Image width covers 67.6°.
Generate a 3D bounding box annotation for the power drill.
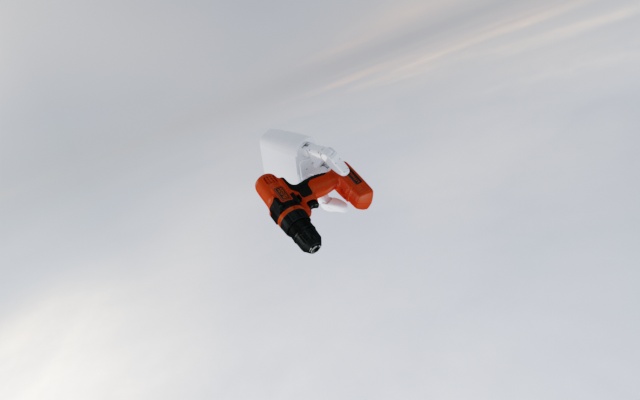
[{"bbox_3d":[0.000,0.003,0.853,0.187,0.057,0.184,-17,52,-31],"label":"power drill"}]
